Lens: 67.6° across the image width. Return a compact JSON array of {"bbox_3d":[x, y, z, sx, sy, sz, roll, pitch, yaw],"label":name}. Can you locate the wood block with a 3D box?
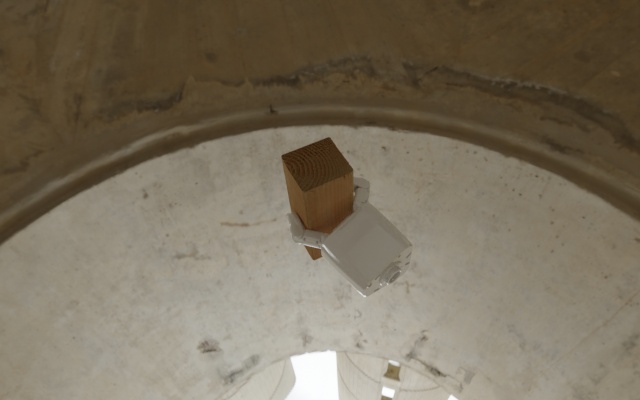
[{"bbox_3d":[0.000,0.003,0.833,0.091,0.090,0.206,-23,-36,-13],"label":"wood block"}]
